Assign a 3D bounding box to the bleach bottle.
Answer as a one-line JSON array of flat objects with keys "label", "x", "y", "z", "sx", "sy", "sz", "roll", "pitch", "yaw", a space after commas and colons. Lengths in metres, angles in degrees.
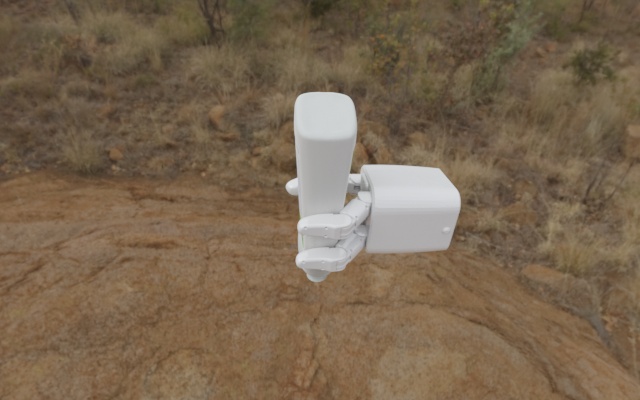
[{"label": "bleach bottle", "x": 0.000, "y": 0.002, "z": 0.591, "sx": 0.068, "sy": 0.251, "sz": 0.102, "roll": 1, "pitch": 40, "yaw": -3}]
